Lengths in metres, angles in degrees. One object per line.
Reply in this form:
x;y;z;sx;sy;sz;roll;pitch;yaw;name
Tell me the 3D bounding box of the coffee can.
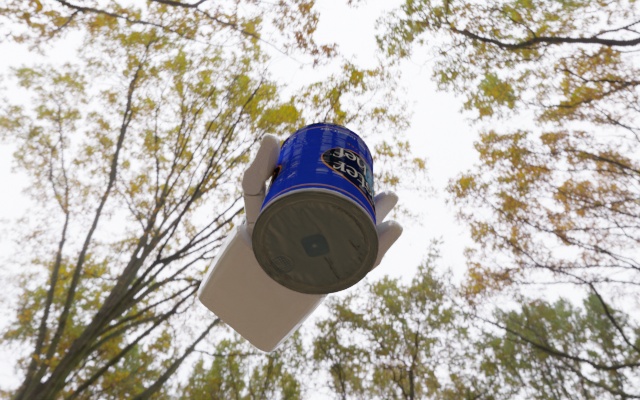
0.000;0.001;0.441;0.103;0.103;0.140;0;31;5;coffee can
